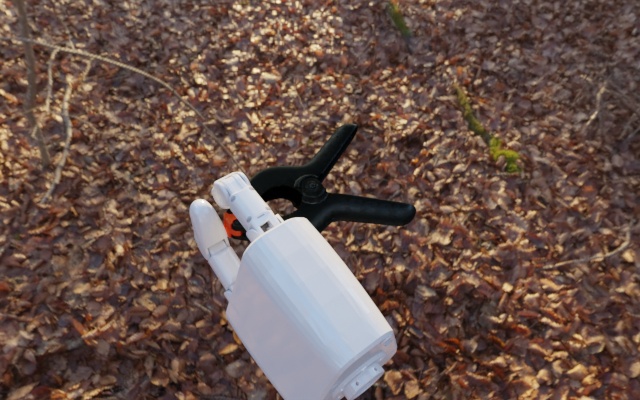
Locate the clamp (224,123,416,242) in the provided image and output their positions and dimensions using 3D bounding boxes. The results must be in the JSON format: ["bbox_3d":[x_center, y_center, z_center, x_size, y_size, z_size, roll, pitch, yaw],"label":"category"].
[{"bbox_3d":[0.000,0.001,0.430,0.171,0.120,0.039,-30,-29,-23],"label":"clamp"}]
